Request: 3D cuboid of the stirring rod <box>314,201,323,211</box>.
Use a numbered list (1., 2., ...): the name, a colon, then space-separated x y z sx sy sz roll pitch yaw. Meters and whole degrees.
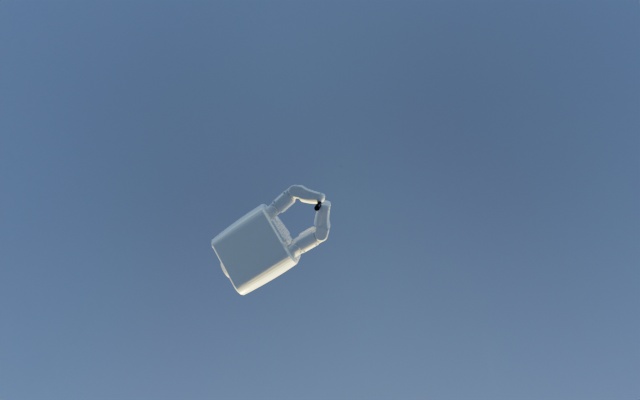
1. stirring rod: 0.000 0.003 0.810 0.011 0.011 0.239 0 4 3
